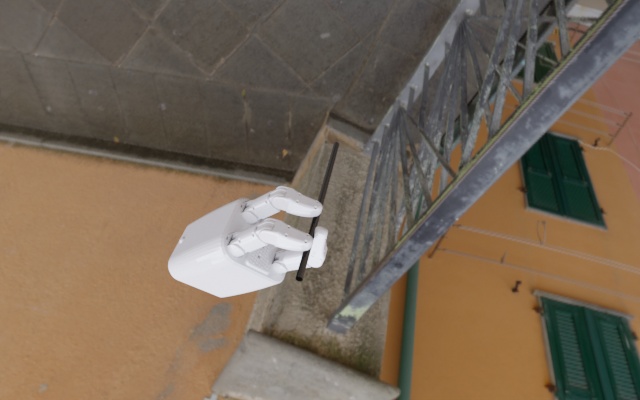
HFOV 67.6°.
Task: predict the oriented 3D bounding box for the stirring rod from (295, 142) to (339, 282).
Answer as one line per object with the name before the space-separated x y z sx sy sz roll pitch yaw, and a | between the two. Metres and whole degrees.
stirring rod | 0.000 0.002 0.592 0.011 0.011 0.239 0 43 15
